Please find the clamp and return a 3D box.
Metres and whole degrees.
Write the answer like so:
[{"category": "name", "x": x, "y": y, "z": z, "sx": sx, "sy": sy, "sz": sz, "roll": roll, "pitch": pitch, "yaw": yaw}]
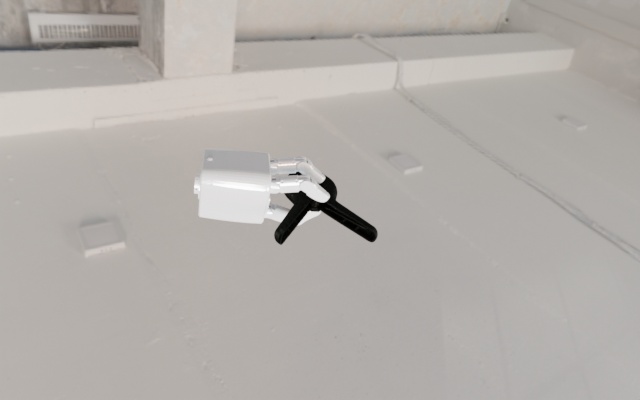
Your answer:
[{"category": "clamp", "x": 0.000, "y": 0.003, "z": 0.799, "sx": 0.164, "sy": 0.036, "sz": 0.209, "roll": 5, "pitch": 36, "yaw": -13}]
